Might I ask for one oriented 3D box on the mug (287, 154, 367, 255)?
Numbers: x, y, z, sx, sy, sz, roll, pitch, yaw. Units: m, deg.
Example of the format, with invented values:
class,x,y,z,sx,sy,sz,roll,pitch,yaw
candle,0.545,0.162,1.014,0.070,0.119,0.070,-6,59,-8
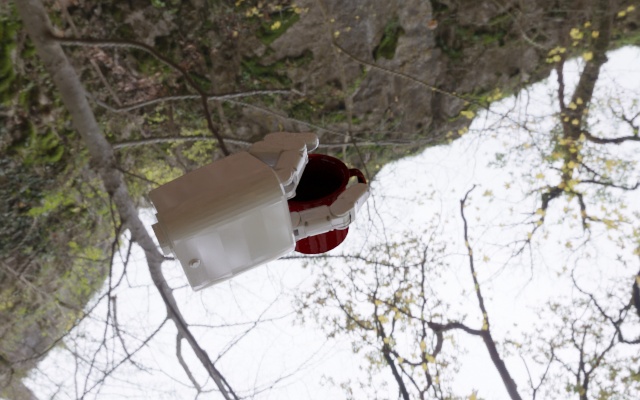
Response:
class,x,y,z,sx,sy,sz,roll,pitch,yaw
mug,0.001,0.001,0.543,0.117,0.082,0.093,-23,41,-18
